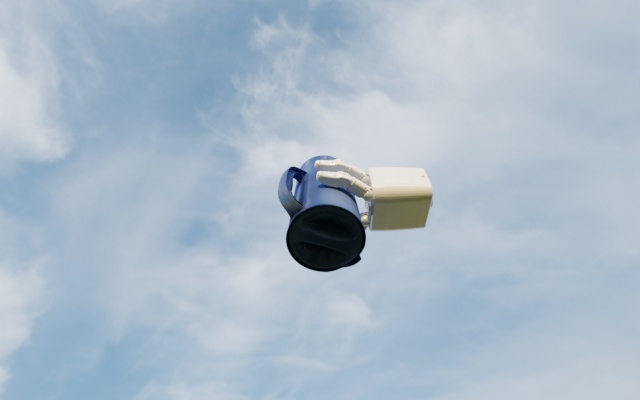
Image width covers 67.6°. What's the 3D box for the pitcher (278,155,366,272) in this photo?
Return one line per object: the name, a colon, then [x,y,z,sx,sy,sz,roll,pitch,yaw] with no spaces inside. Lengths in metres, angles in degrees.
pitcher: [0.000,0.003,0.882,0.145,0.149,0.242,-1,29,-1]
